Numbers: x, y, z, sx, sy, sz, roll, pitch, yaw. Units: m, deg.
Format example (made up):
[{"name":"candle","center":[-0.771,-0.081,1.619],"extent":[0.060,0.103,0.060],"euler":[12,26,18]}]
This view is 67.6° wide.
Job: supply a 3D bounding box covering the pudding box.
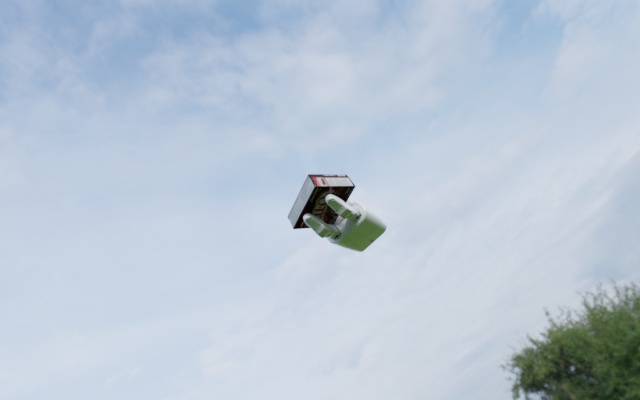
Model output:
[{"name":"pudding box","center":[0.000,0.003,0.887],"extent":[0.090,0.114,0.039],"euler":[-3,44,-35]}]
